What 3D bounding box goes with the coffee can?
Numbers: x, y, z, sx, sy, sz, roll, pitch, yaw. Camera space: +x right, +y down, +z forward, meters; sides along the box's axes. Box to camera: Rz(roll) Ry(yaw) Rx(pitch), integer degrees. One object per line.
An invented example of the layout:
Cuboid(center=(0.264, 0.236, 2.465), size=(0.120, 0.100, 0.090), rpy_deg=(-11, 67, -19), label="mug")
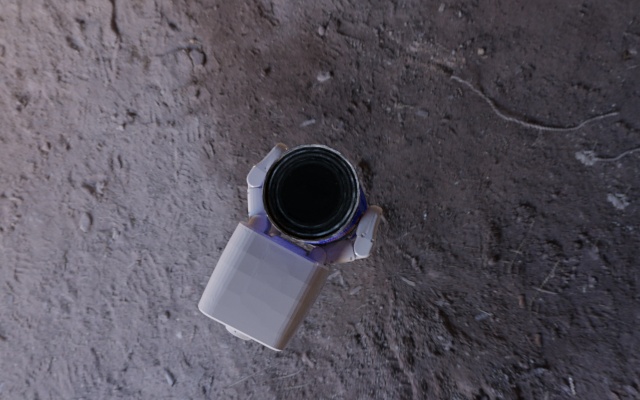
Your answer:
Cuboid(center=(0.000, 0.002, 0.553), size=(0.103, 0.103, 0.140), rpy_deg=(0, -9, 9), label="coffee can")
